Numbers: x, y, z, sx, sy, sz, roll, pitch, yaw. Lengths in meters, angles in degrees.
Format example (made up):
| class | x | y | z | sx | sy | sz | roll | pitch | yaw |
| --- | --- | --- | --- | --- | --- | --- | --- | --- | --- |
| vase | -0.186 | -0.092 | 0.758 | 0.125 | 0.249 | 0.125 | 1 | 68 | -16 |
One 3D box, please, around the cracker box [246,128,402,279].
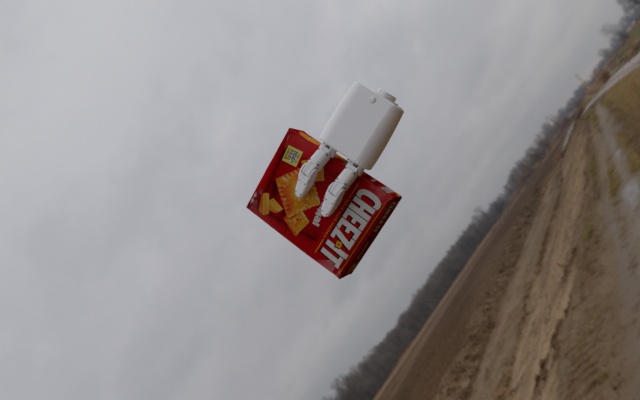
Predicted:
| class | x | y | z | sx | sy | sz | roll | pitch | yaw |
| --- | --- | --- | --- | --- | --- | --- | --- | --- | --- |
| cracker box | 0.000 | 0.003 | 0.805 | 0.213 | 0.164 | 0.072 | 36 | 15 | 17 |
